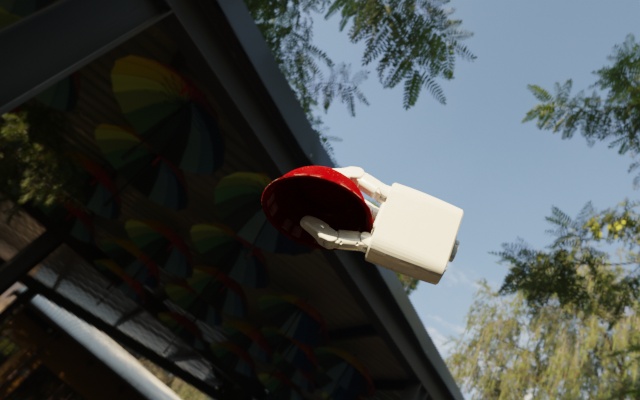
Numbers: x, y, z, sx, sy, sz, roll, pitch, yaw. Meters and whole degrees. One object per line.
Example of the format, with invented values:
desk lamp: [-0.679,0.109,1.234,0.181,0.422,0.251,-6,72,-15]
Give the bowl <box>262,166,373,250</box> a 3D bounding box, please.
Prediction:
bowl: [-0.001,0.001,0.685,0.162,0.055,0.162,10,-39,8]
